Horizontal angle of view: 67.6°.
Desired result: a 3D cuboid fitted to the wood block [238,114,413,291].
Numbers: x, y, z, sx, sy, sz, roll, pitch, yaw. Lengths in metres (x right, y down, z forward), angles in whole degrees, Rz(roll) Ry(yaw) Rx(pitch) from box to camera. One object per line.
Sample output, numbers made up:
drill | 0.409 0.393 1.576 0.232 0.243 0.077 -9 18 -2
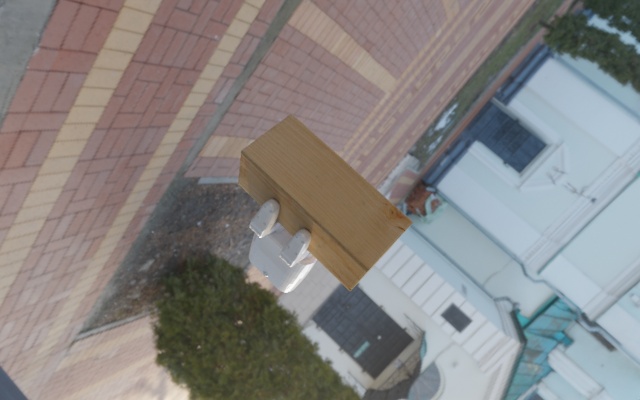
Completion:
wood block | 0.000 0.002 0.607 0.090 0.206 0.090 -42 -12 -27
